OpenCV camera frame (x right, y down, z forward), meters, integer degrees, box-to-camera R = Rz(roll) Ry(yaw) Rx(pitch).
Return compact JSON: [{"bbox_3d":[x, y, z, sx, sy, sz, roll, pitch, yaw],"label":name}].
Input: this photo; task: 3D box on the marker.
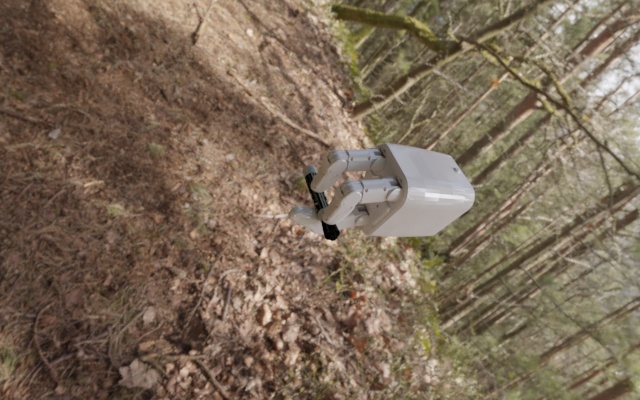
[{"bbox_3d":[0.000,0.002,0.592,0.020,0.121,0.020,-11,-42,-10],"label":"marker"}]
